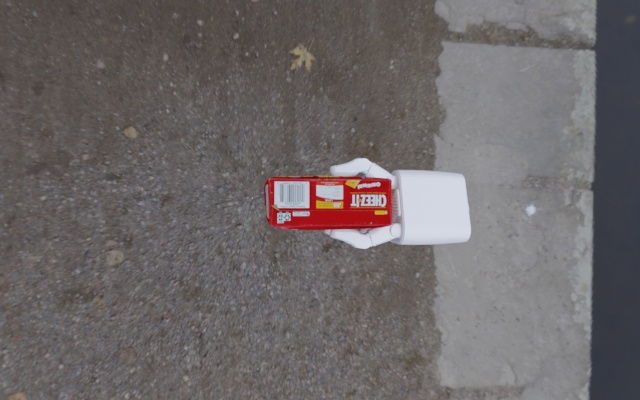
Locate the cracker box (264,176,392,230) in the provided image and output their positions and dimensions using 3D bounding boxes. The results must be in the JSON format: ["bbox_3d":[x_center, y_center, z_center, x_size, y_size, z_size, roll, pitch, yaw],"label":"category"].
[{"bbox_3d":[0.000,0.002,0.718,0.164,0.072,0.213,0,0,-8],"label":"cracker box"}]
